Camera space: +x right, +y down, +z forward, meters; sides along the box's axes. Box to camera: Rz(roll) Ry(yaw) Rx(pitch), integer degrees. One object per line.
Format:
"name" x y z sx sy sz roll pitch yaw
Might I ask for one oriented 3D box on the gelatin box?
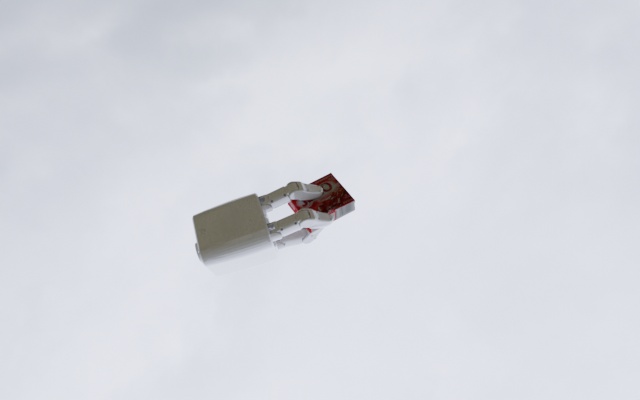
"gelatin box" 0.000 0.003 0.772 0.089 0.030 0.073 -26 53 -17
